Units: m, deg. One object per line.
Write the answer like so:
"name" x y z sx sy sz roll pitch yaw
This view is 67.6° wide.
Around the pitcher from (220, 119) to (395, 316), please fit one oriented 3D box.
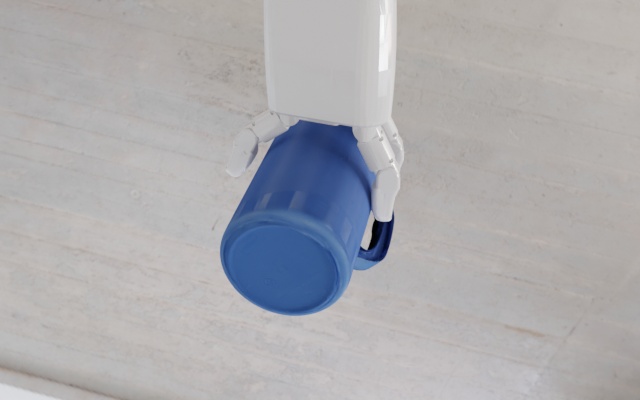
"pitcher" 0.000 0.001 0.475 0.149 0.145 0.242 6 32 9
